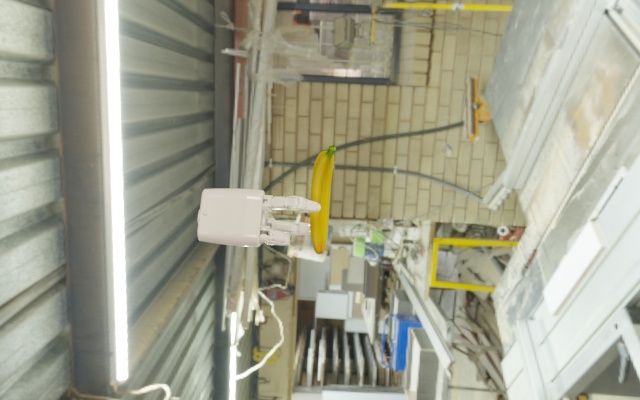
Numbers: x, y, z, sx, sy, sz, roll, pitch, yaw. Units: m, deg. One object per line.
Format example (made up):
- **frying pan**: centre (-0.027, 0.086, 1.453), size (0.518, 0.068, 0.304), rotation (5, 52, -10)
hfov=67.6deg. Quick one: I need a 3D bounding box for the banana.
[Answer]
- **banana**: centre (0.000, -0.004, 0.868), size (0.037, 0.198, 0.069), rotation (4, 11, -2)
